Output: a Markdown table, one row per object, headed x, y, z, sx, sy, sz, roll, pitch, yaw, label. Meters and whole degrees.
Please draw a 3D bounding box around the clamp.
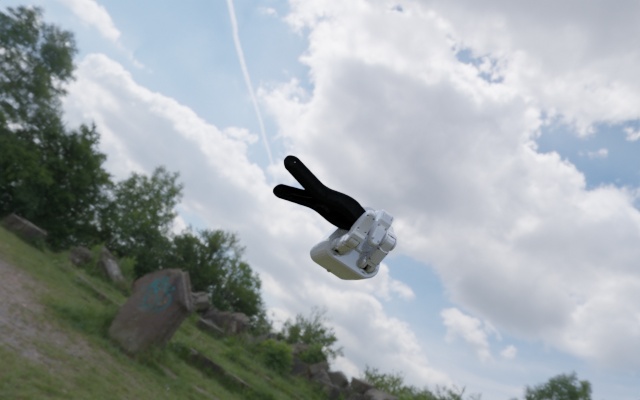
| x | y | z | sx | sy | sz | roll | pitch | yaw | label |
| --- | --- | --- | --- | --- | --- | --- | --- | --- | --- |
| 0.001 | 0.002 | 0.740 | 0.171 | 0.039 | 0.120 | 37 | -21 | -7 | clamp |
